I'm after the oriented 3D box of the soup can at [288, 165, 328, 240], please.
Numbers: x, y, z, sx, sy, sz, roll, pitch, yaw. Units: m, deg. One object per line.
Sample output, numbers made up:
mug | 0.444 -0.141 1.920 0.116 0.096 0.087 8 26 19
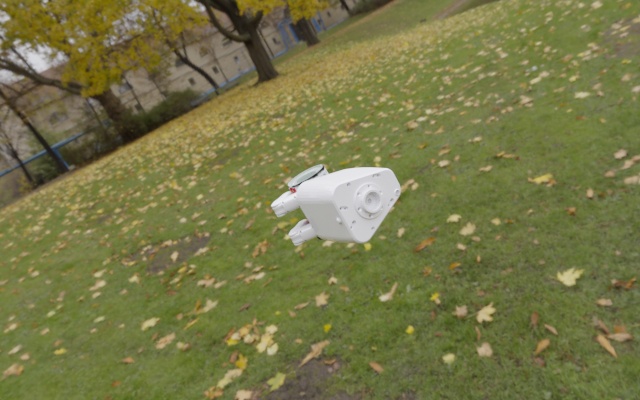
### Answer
soup can | 0.000 0.002 0.767 0.068 0.102 0.068 -28 15 8
